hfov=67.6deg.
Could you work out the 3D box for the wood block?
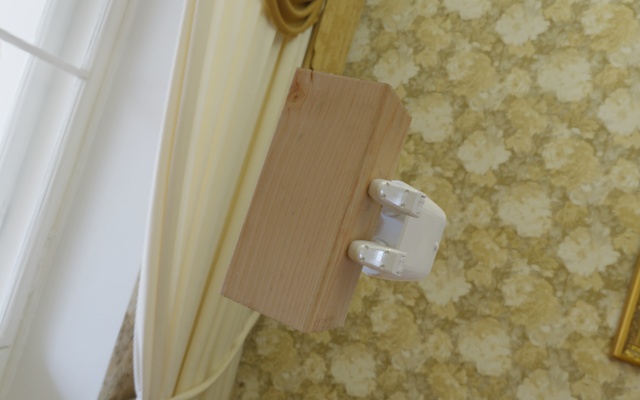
[{"bbox_3d":[0.000,0.001,0.429,0.091,0.206,0.090,17,-2,25],"label":"wood block"}]
